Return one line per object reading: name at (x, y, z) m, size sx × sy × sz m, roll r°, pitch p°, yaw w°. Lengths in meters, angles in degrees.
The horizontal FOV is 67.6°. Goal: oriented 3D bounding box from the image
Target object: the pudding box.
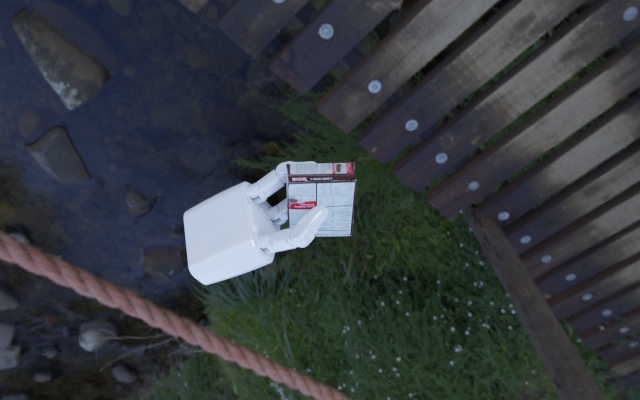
pudding box at (0.000, 0.002, 0.638) m, size 0.090 × 0.039 × 0.114 m, roll -2°, pitch -43°, yaw -4°
